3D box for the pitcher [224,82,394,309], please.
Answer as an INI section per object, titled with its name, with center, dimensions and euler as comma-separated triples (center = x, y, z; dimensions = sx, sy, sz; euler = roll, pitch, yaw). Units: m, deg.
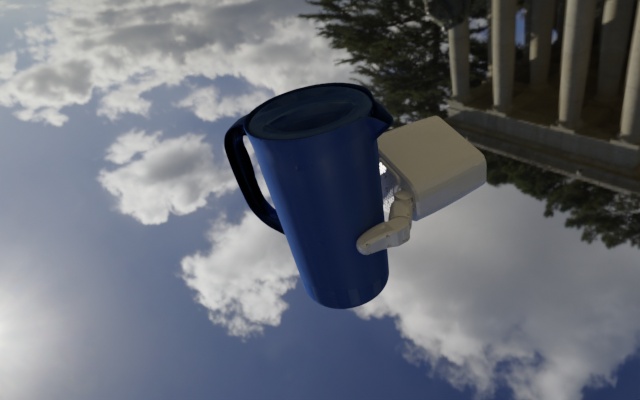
[pitcher]
center = 0.000, 0.002, 0.539
dimensions = 0.145, 0.243, 0.149
euler = -25, 34, -18
